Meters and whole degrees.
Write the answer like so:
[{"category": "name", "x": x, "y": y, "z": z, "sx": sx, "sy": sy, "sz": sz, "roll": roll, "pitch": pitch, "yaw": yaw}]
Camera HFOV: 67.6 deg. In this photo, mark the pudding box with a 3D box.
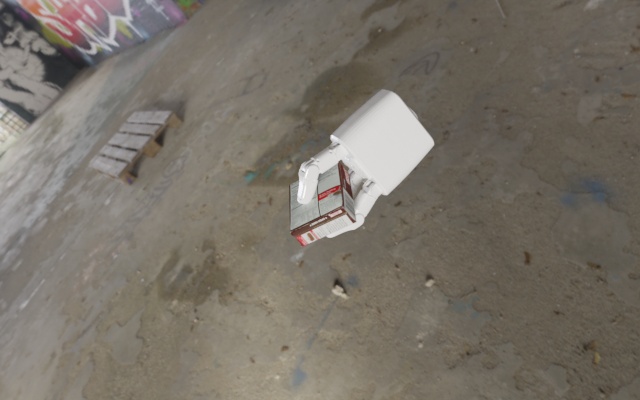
[{"category": "pudding box", "x": 0.000, "y": 0.002, "z": 0.694, "sx": 0.090, "sy": 0.039, "sz": 0.113, "roll": -27, "pitch": 35, "yaw": 18}]
